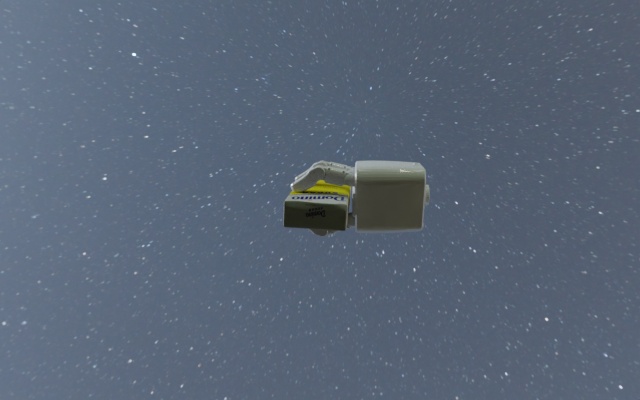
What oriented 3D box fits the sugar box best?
[{"bbox_3d":[0.000,0.002,0.761,0.093,0.048,0.176,3,11,4],"label":"sugar box"}]
